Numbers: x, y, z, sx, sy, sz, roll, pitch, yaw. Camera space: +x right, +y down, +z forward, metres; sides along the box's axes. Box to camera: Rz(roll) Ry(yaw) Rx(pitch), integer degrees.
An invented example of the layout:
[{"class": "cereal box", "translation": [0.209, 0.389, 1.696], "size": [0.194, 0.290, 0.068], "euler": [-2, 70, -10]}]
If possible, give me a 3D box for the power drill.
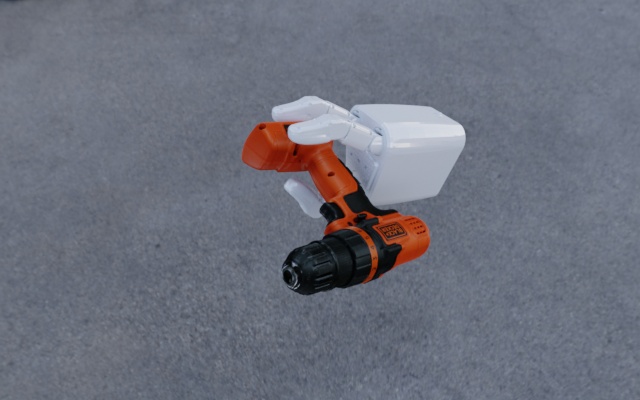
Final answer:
[{"class": "power drill", "translation": [0.000, 0.001, 0.470], "size": [0.184, 0.187, 0.057], "euler": [-8, -37, -46]}]
